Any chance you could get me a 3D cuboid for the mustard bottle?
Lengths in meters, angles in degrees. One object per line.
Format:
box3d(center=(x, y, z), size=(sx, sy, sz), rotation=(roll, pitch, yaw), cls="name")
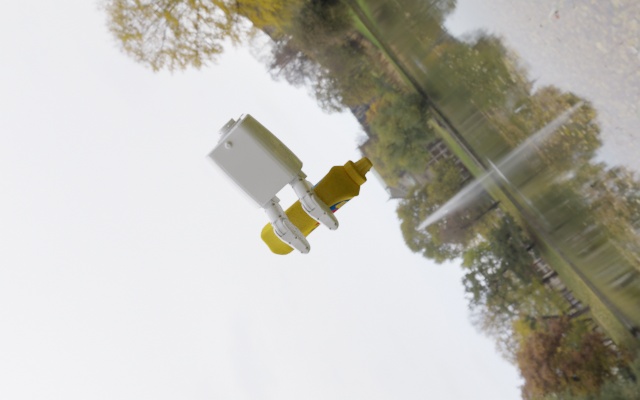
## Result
box3d(center=(0.000, 0.003, 0.715), size=(0.192, 0.058, 0.096), rotation=(-41, -8, 16), cls="mustard bottle")
